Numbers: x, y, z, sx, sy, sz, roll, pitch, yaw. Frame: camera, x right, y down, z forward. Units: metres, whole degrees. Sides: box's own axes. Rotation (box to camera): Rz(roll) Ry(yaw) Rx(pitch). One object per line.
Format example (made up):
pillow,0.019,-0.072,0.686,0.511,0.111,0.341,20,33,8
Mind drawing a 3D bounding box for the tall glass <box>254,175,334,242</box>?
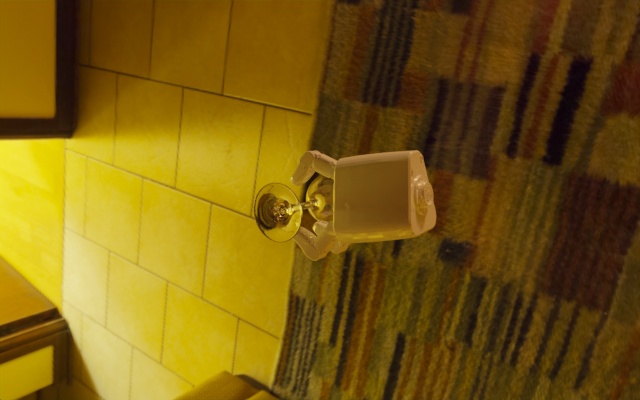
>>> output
tall glass,0.000,0.002,0.667,0.079,0.079,0.201,0,7,33
